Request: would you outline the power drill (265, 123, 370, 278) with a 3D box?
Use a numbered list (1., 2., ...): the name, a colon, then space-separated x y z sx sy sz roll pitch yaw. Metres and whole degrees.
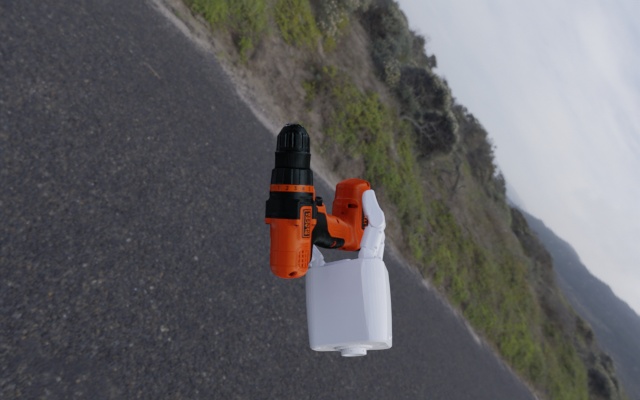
1. power drill: 0.000 0.002 0.628 0.057 0.184 0.187 4 0 34
